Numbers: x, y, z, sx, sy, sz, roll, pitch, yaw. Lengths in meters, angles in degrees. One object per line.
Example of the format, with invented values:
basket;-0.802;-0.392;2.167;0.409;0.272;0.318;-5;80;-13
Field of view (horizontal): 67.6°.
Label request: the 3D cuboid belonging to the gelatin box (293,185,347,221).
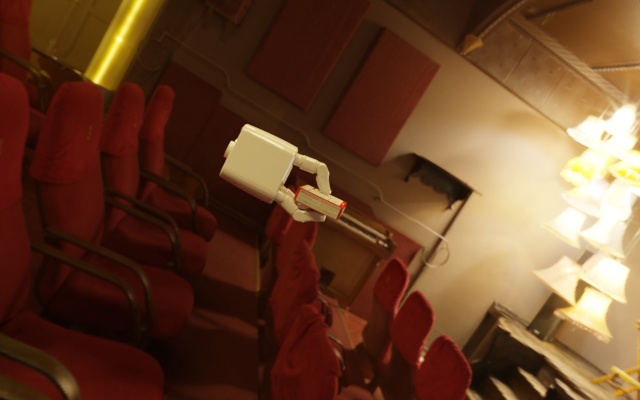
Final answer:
gelatin box;0.001;0.003;0.884;0.089;0.030;0.073;25;9;5
